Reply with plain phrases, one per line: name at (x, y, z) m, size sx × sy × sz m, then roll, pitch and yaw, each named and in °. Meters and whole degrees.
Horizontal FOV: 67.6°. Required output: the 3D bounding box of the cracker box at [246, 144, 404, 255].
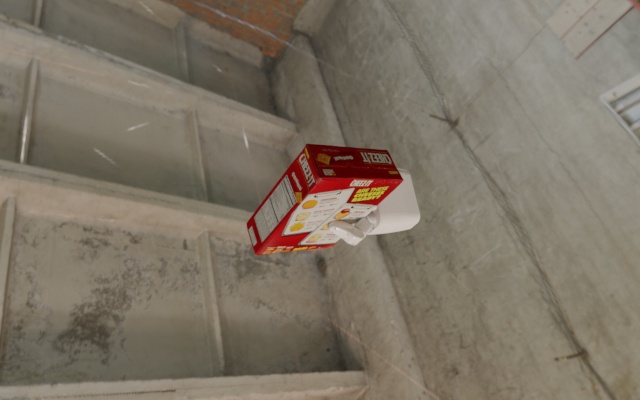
cracker box at (0.000, 0.003, 0.763) m, size 0.164 × 0.072 × 0.214 m, roll -1°, pitch -33°, yaw -38°
